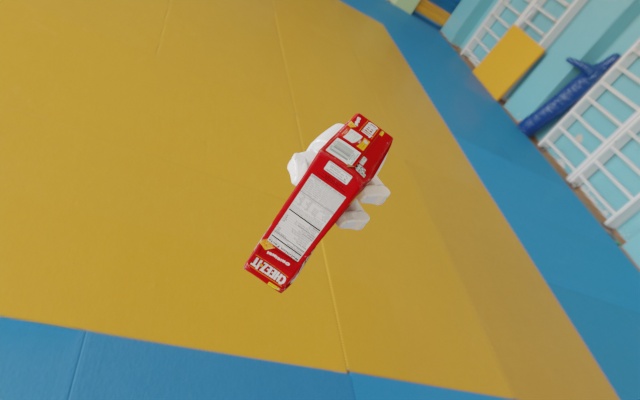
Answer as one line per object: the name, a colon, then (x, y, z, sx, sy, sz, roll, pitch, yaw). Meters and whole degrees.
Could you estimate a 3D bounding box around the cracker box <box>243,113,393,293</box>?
cracker box: (0.000, 0.002, 0.648, 0.072, 0.214, 0.164, 36, 32, 1)
